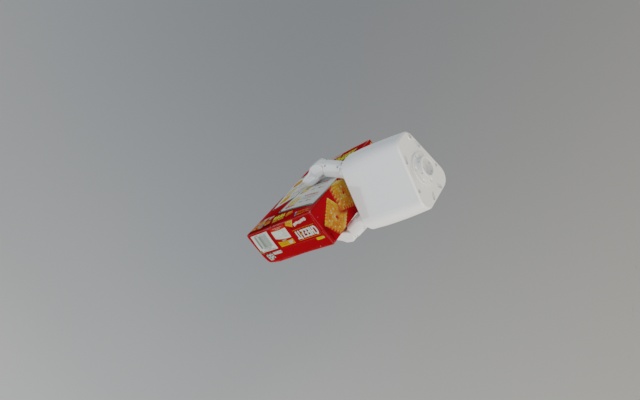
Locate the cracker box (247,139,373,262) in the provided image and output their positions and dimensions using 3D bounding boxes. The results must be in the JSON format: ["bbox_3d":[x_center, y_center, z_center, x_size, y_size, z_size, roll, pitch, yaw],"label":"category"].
[{"bbox_3d":[0.000,0.003,0.804,0.164,0.072,0.213,-23,19,44],"label":"cracker box"}]
